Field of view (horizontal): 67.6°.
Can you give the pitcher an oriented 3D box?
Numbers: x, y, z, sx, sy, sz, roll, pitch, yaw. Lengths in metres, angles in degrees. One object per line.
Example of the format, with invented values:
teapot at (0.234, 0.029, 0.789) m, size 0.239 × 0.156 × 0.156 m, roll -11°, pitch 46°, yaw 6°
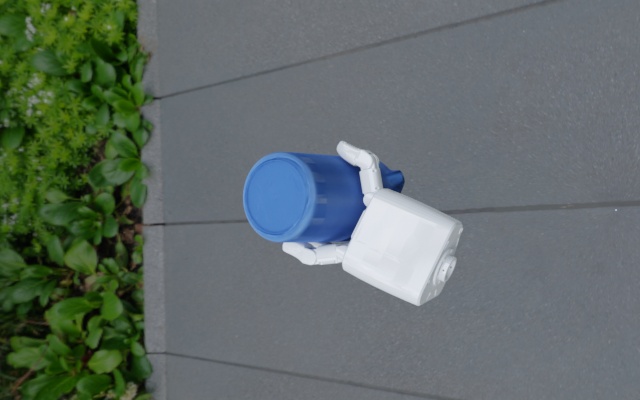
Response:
pitcher at (0.000, 0.002, 0.663) m, size 0.145 × 0.149 × 0.243 m, roll 25°, pitch 12°, yaw 29°
